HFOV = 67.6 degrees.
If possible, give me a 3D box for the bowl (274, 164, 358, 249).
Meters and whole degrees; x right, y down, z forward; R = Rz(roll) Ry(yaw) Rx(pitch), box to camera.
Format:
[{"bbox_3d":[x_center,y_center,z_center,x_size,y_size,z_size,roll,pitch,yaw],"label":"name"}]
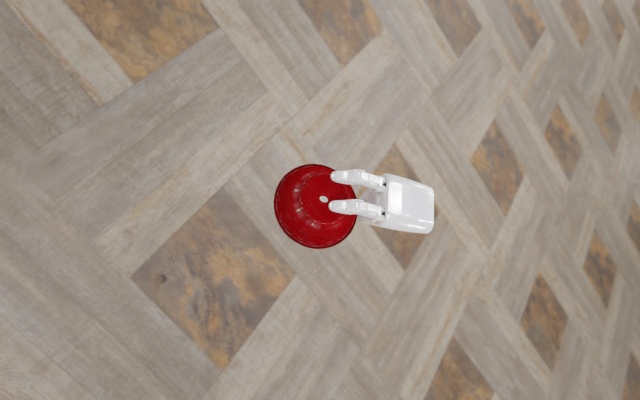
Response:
[{"bbox_3d":[-0.001,0.003,0.852,0.162,0.162,0.055,0,-15,-17],"label":"bowl"}]
